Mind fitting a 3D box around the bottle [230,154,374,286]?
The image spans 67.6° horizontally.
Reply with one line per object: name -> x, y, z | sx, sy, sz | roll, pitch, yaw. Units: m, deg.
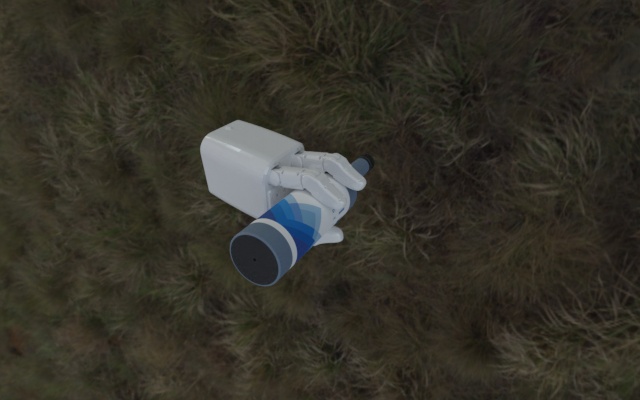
bottle -> 0.000, 0.002, 0.621 | 0.069, 0.069, 0.295 | 0, 25, 32
